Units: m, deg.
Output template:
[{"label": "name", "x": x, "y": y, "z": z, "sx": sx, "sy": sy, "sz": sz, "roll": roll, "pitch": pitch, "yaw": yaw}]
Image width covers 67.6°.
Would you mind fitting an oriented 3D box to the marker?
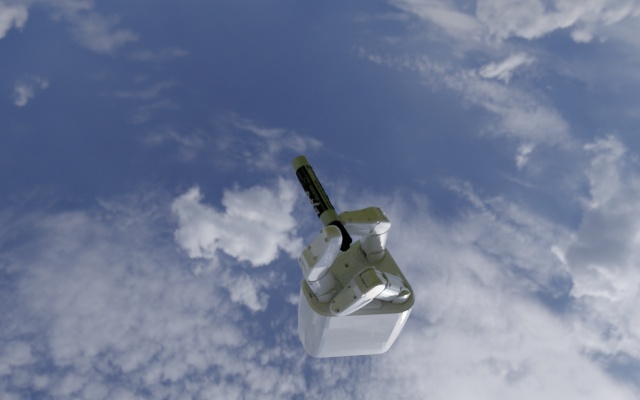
[{"label": "marker", "x": 0.000, "y": 0.001, "z": 0.469, "sx": 0.020, "sy": 0.121, "sz": 0.020, "roll": -17, "pitch": -38, "yaw": -14}]
